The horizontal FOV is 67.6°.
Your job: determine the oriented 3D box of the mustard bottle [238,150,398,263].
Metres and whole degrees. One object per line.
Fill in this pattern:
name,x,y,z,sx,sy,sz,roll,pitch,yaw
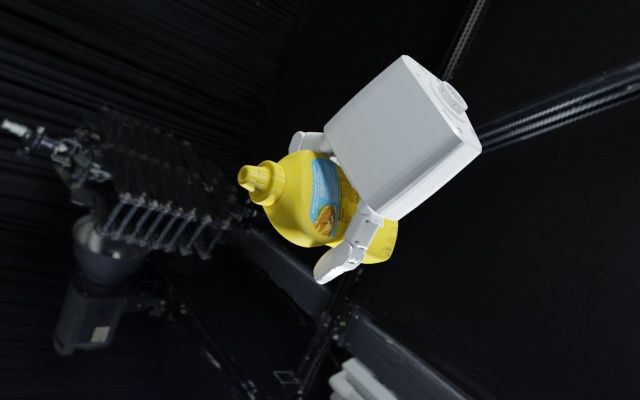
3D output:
mustard bottle,0.000,0.002,0.485,0.192,0.096,0.058,20,-25,-41
